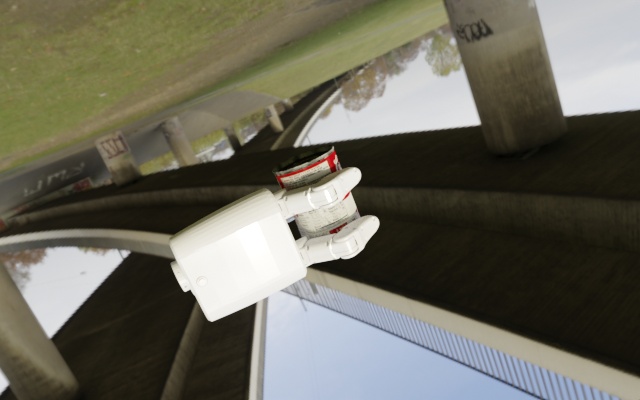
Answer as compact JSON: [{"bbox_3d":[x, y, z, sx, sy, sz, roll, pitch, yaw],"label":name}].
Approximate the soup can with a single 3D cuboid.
[{"bbox_3d":[0.001,0.002,0.505,0.068,0.102,0.068,-21,15,6],"label":"soup can"}]
